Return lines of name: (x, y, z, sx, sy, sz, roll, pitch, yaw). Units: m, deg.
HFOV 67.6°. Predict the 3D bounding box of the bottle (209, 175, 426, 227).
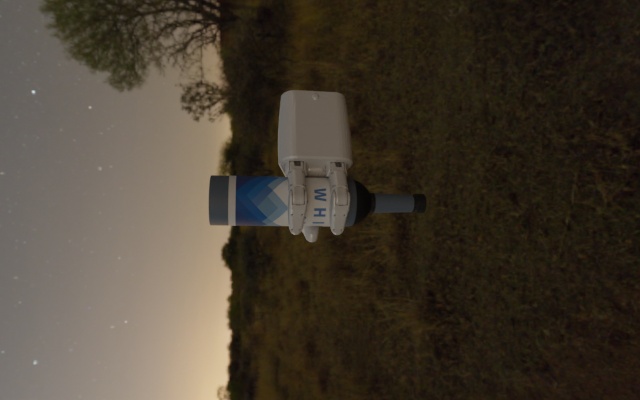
bottle: (0.000, 0.002, 0.653, 0.296, 0.069, 0.069, 1, 0, -9)
